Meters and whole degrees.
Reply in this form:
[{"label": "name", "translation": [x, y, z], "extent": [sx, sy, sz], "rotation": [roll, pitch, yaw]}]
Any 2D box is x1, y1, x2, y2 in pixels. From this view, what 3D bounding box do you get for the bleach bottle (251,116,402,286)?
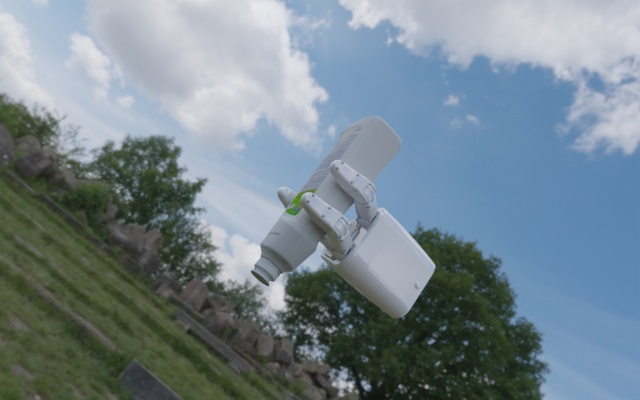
[{"label": "bleach bottle", "translation": [0.000, 0.002, 0.603], "extent": [0.068, 0.250, 0.102], "rotation": [45, -24, -12]}]
